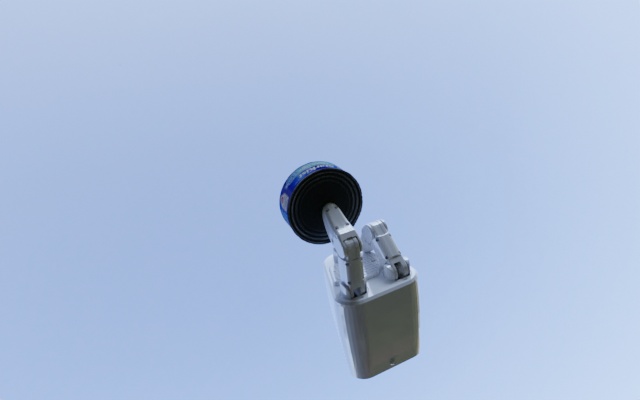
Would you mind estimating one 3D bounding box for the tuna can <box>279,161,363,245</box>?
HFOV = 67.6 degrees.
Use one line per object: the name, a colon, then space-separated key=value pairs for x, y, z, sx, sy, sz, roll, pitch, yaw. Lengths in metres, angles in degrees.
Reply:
tuna can: x=0.000 y=0.001 z=0.513 sx=0.086 sy=0.086 sz=0.033 roll=0 pitch=20 yaw=-24
